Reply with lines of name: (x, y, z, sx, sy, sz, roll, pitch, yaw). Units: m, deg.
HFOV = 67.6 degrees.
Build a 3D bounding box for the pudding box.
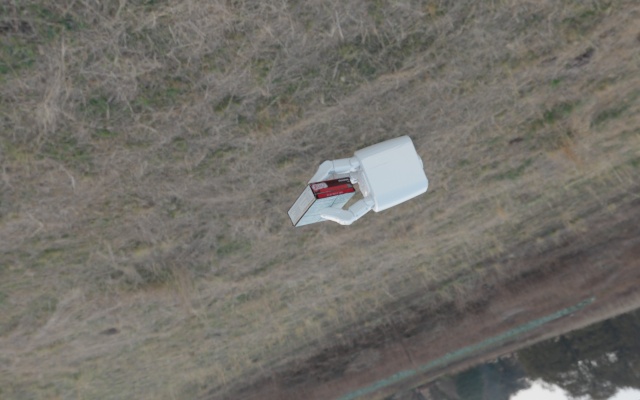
pudding box: (0.000, 0.003, 0.885, 0.090, 0.039, 0.113, -10, -26, -32)
